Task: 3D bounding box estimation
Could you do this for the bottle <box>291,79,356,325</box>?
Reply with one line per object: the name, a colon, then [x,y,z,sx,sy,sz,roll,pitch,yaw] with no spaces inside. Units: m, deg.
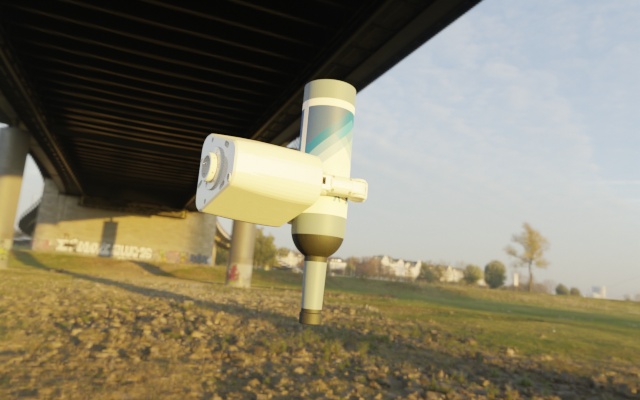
bottle: [0.000,0.002,0.591,0.069,0.295,0.069,5,-9,1]
